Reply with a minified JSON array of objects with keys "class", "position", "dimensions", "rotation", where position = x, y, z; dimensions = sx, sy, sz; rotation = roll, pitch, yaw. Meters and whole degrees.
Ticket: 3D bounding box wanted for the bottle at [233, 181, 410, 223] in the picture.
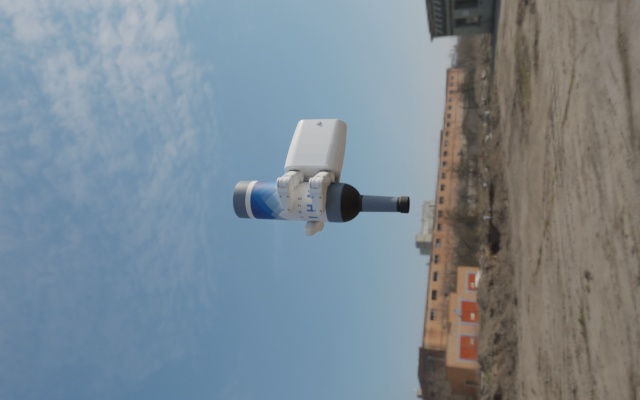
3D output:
[{"class":"bottle","position":[0.000,0.003,0.802],"dimensions":[0.296,0.069,0.069],"rotation":[2,0,18]}]
